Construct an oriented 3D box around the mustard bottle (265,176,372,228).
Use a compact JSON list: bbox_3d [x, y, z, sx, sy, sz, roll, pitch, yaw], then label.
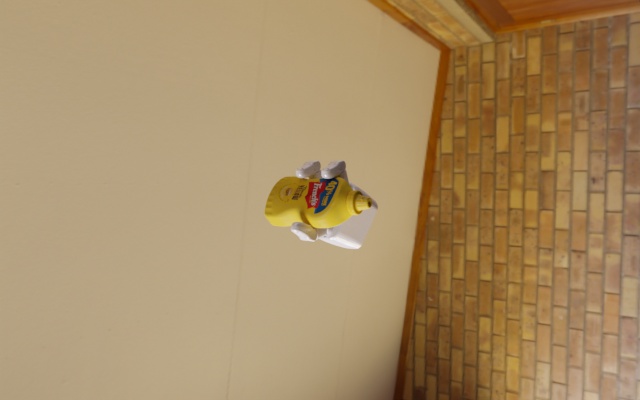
[{"bbox_3d":[0.000,0.003,0.825,0.191,0.096,0.058,2,-40,33],"label":"mustard bottle"}]
